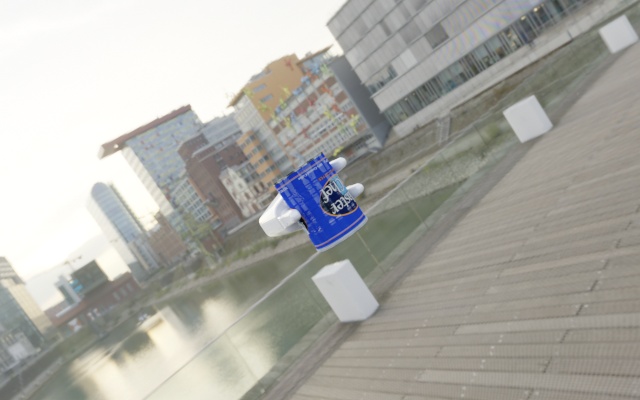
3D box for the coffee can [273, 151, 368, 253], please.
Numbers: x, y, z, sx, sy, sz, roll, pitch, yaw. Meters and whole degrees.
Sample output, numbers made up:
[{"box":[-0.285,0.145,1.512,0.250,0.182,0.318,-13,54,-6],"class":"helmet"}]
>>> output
[{"box":[0.000,0.003,0.813,0.103,0.140,0.103,-34,4,3],"class":"coffee can"}]
